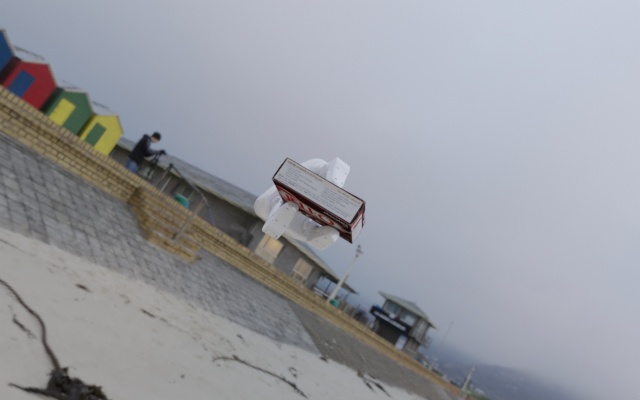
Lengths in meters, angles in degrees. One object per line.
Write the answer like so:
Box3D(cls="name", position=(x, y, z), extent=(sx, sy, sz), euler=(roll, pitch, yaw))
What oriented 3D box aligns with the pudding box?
Box3D(cls="pudding box", position=(0.000, 0.002, 0.589), extent=(0.113, 0.039, 0.090), euler=(28, -13, 13))
